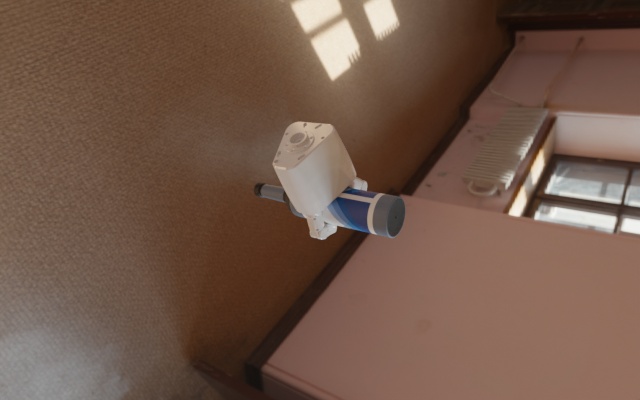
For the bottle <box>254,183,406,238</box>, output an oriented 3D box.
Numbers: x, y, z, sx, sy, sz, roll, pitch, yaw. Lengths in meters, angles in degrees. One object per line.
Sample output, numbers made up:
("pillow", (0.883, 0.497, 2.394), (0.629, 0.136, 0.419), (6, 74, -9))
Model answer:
("bottle", (0.000, 0.003, 0.833), (0.295, 0.069, 0.069), (11, 6, 34))
